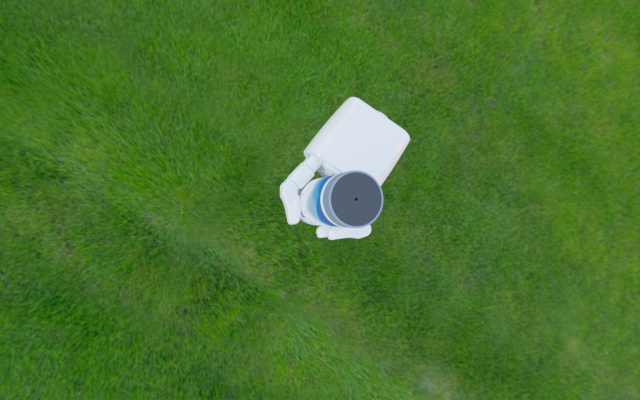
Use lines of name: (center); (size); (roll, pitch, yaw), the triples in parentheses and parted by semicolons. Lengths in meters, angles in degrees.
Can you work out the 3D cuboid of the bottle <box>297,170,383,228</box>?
bottle: (0.000, 0.002, 0.683); (0.069, 0.069, 0.296); (0, -1, -16)
